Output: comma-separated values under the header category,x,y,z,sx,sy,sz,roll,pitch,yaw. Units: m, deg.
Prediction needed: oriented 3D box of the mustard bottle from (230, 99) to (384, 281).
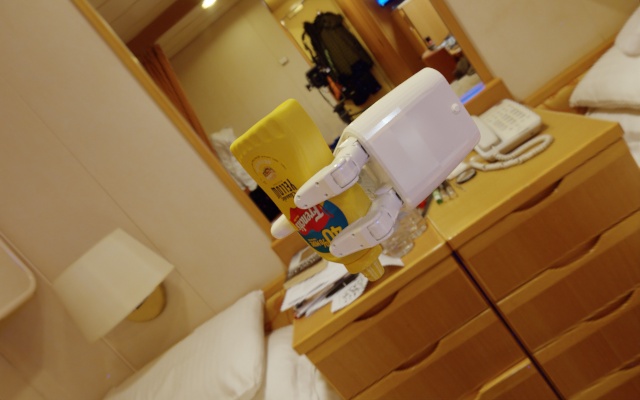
category,x,y,z,sx,sy,sz,roll,pitch,yaw
mustard bottle,0.000,0.002,0.462,0.096,0.192,0.058,-24,18,50
